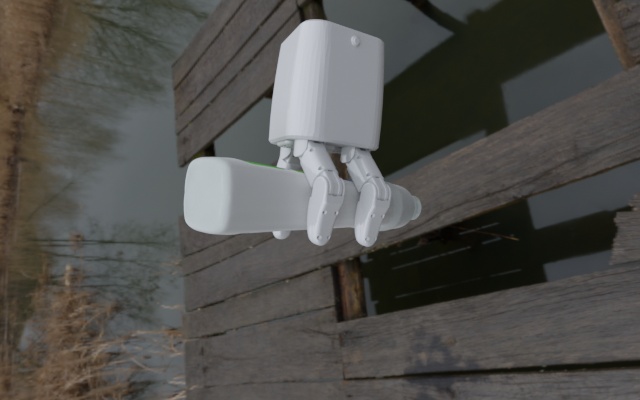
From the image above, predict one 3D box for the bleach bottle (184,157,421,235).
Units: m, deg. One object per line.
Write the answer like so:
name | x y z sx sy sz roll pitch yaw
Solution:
bleach bottle | 0.000 0.002 0.486 0.251 0.068 0.102 4 1 -36
